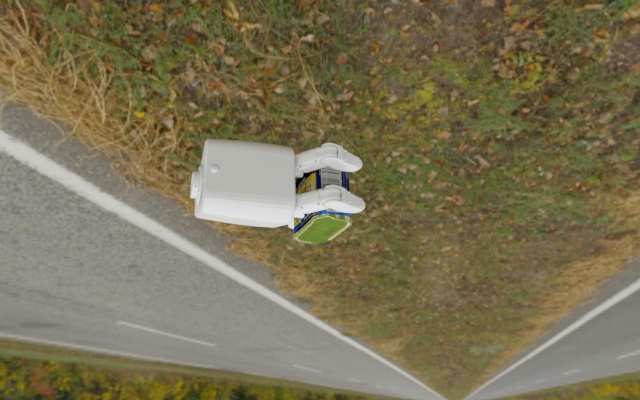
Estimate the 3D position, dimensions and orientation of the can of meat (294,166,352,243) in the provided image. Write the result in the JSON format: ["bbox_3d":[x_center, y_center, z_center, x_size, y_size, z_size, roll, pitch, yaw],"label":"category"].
[{"bbox_3d":[0.000,0.002,0.622,0.057,0.084,0.102,8,-25,-21],"label":"can of meat"}]
